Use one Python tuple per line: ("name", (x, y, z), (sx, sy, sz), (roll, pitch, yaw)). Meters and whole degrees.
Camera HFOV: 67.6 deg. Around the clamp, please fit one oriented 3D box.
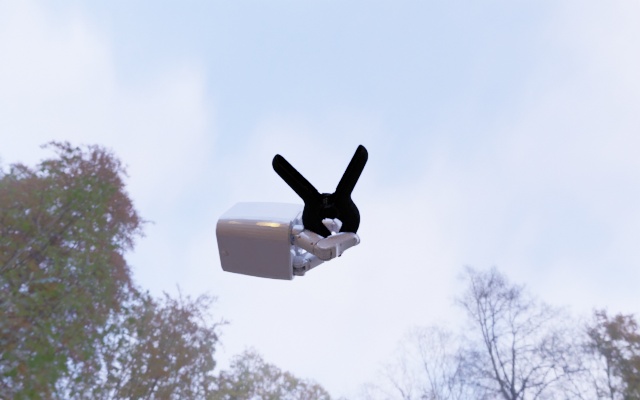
("clamp", (0.000, 0.002, 0.630), (0.120, 0.172, 0.039), (5, 34, 9))
